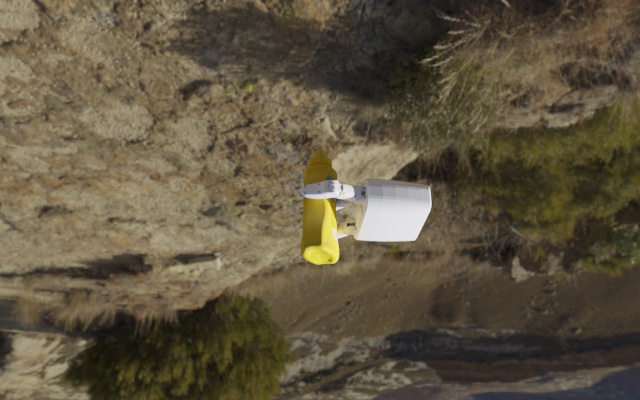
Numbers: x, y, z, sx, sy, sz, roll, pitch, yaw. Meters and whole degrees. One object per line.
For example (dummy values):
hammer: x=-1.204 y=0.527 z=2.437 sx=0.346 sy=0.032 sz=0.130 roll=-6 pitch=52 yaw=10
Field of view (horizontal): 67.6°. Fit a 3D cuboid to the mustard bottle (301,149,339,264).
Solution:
mustard bottle: x=0.000 y=0.003 z=0.792 sx=0.058 sy=0.191 sz=0.096 roll=-5 pitch=-24 yaw=14
